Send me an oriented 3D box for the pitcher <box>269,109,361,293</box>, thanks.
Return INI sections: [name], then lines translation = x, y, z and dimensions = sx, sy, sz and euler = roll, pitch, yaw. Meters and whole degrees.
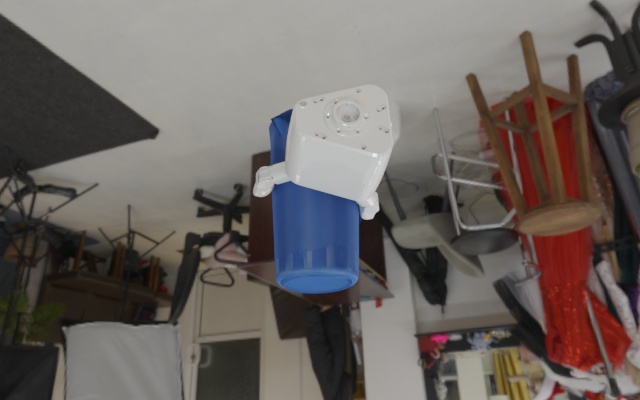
[pitcher]
translation = 0.000, 0.002, 0.670
dimensions = 0.149, 0.242, 0.145
euler = 2, -25, -8
